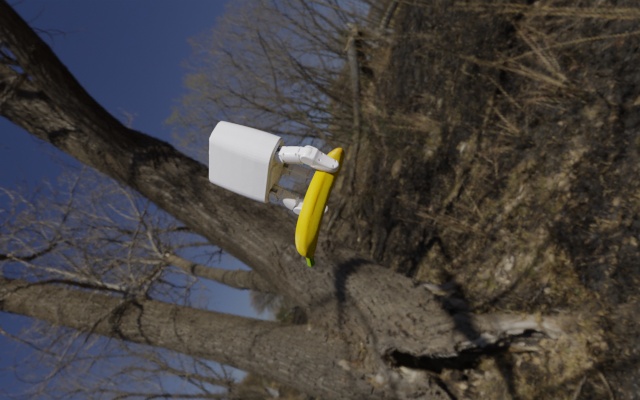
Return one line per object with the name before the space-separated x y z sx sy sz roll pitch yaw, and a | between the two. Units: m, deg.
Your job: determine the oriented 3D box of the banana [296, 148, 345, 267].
banana | -0.004 0.002 0.743 0.037 0.198 0.069 16 -7 11
